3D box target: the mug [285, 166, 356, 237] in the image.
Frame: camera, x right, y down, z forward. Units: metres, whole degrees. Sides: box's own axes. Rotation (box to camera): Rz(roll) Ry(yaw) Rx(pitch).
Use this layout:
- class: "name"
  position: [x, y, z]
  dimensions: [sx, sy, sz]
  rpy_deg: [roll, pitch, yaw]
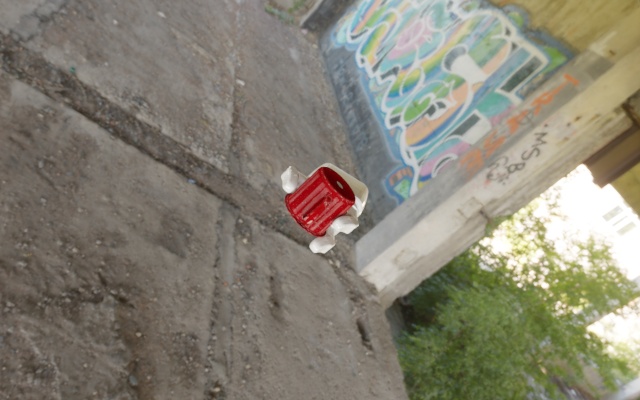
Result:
- class: "mug"
  position: [0.000, 0.003, 0.764]
  dimensions: [0.081, 0.093, 0.117]
  rpy_deg: [-43, 4, 21]
